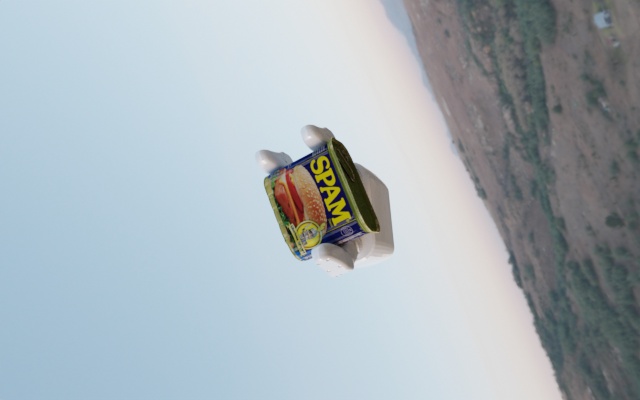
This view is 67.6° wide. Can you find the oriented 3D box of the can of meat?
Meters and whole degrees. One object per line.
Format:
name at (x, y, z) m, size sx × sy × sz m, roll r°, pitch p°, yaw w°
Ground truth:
can of meat at (0.000, 0.002, 0.484) m, size 0.084 × 0.102 × 0.057 m, roll -26°, pitch -13°, yaw 18°
